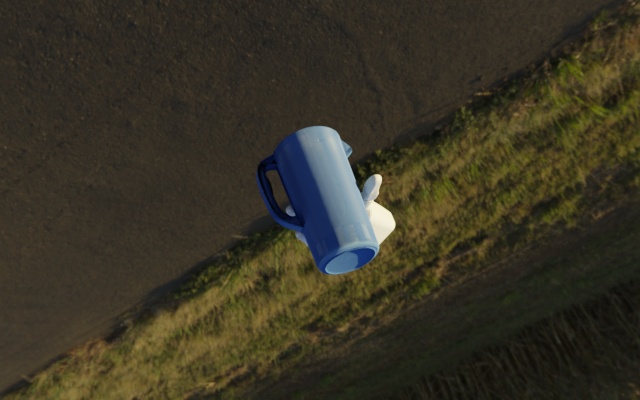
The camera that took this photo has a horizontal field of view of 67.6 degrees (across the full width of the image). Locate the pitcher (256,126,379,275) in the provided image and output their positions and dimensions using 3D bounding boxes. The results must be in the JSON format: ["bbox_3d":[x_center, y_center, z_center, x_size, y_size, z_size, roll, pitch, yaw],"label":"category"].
[{"bbox_3d":[0.000,0.003,0.829,0.149,0.242,0.145,-34,-32,21],"label":"pitcher"}]
